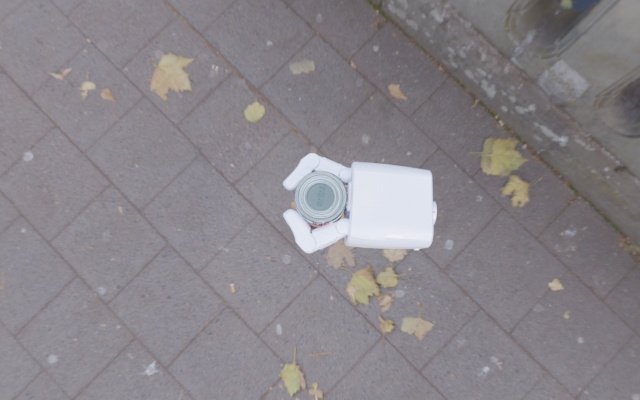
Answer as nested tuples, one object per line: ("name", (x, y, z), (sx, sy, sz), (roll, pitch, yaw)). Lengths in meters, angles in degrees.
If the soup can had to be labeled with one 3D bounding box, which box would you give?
("soup can", (0.000, 0.002, 0.637), (0.068, 0.068, 0.102), (0, -7, 0))
